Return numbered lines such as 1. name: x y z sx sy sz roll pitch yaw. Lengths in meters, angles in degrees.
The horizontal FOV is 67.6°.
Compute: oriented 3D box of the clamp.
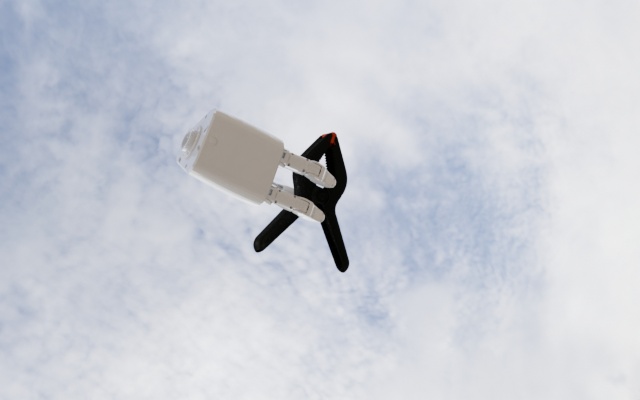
1. clamp: 0.000 0.002 0.720 0.164 0.210 0.036 26 -16 -32
